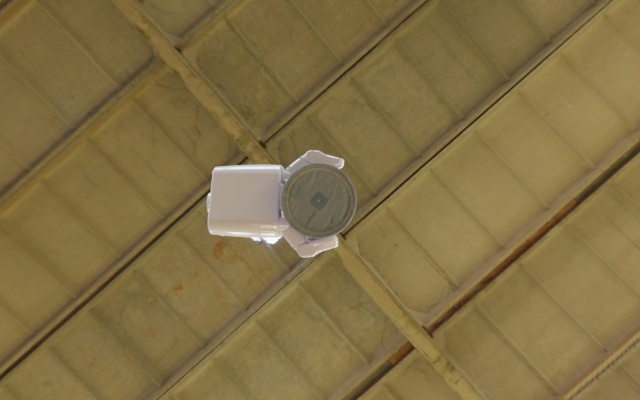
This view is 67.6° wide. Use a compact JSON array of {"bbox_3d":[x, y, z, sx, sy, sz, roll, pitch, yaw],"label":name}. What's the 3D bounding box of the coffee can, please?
[{"bbox_3d":[0.000,0.002,0.715,0.103,0.103,0.140,0,-2,2],"label":"coffee can"}]
